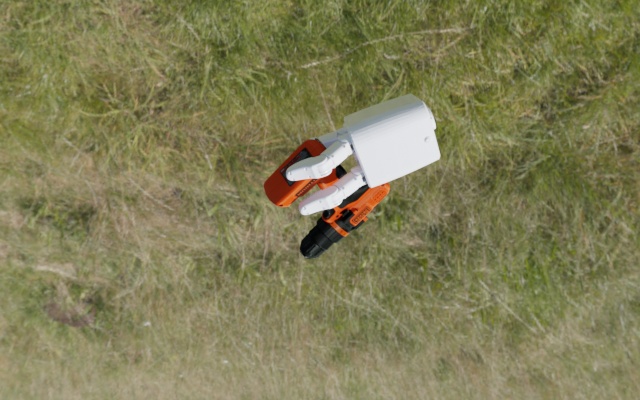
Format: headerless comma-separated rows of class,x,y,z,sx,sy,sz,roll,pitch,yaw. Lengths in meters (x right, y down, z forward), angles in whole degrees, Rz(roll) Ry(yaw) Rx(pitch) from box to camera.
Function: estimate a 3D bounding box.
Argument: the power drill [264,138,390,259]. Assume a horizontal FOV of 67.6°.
power drill,0.000,0.002,0.724,0.188,0.184,0.057,34,14,-52
